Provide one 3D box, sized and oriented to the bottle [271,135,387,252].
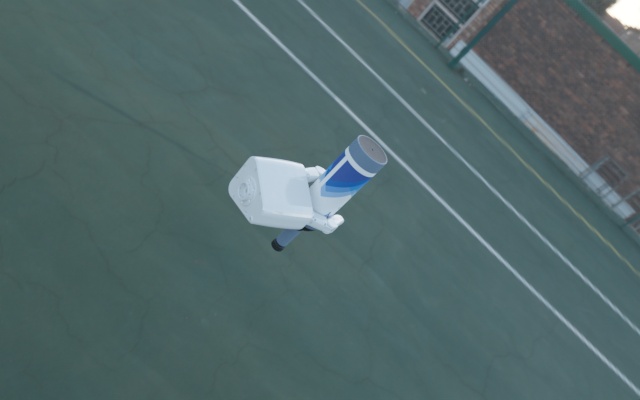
[{"bbox_3d":[0.000,0.003,0.883,0.069,0.069,0.296,0,-37,-49],"label":"bottle"}]
